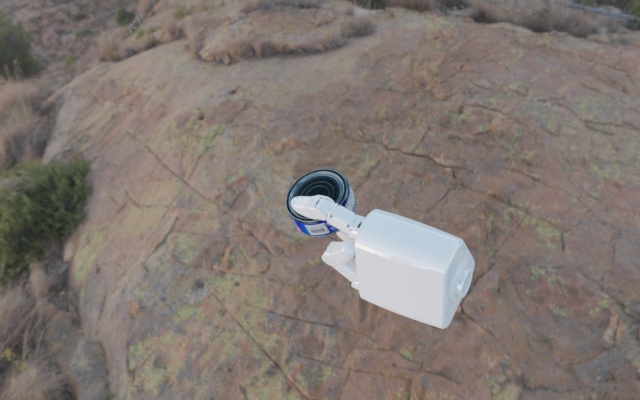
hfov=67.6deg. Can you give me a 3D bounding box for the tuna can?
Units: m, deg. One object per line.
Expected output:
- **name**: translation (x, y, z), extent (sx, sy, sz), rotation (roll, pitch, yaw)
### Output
- **tuna can**: translation (0.000, 0.002, 0.602), extent (0.086, 0.086, 0.034), rotation (0, -36, 25)
